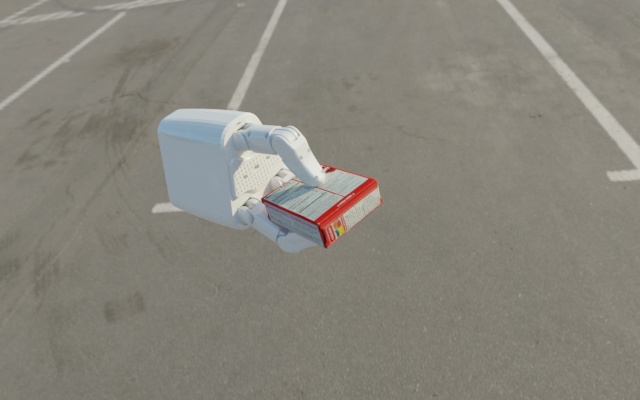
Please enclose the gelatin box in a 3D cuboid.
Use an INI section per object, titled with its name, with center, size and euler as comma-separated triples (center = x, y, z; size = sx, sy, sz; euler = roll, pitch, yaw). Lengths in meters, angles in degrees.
[gelatin box]
center = 0.000, 0.001, 0.441
size = 0.073, 0.030, 0.089
euler = -36, 35, -27
